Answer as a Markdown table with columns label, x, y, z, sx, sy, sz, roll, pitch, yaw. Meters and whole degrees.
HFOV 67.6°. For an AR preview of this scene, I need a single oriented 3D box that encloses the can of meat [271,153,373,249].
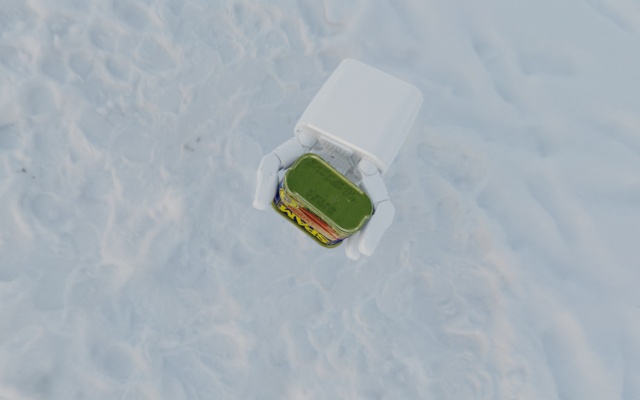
| label | x | y | z | sx | sy | sz | roll | pitch | yaw |
| --- | --- | --- | --- | --- | --- | --- | --- | --- | --- |
| can of meat | 0.000 | 0.002 | 0.521 | 0.102 | 0.057 | 0.084 | 38 | -19 | -3 |
